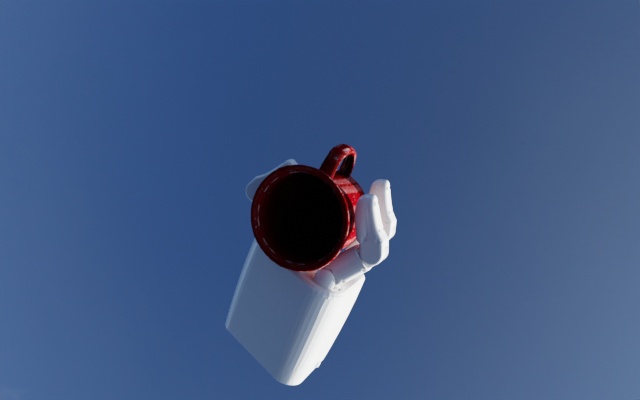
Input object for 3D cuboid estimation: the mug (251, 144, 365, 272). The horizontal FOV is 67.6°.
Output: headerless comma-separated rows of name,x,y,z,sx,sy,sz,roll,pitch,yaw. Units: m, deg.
mug,0.001,0.000,0.442,0.093,0.117,0.081,28,15,18
